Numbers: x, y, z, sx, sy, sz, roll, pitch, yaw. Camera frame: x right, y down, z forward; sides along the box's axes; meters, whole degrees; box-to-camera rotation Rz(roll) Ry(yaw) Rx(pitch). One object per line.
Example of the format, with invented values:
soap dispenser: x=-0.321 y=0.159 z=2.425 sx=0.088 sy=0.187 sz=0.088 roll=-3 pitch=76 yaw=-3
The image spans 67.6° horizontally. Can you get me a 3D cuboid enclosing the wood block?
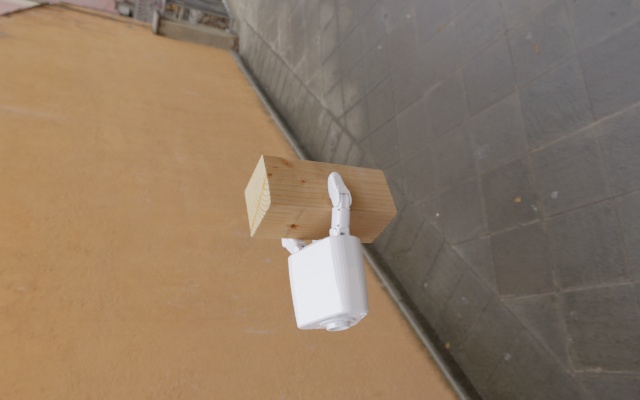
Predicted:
wood block: x=0.000 y=0.003 z=0.735 sx=0.206 sy=0.090 sz=0.091 roll=5 pitch=-38 yaw=-26
